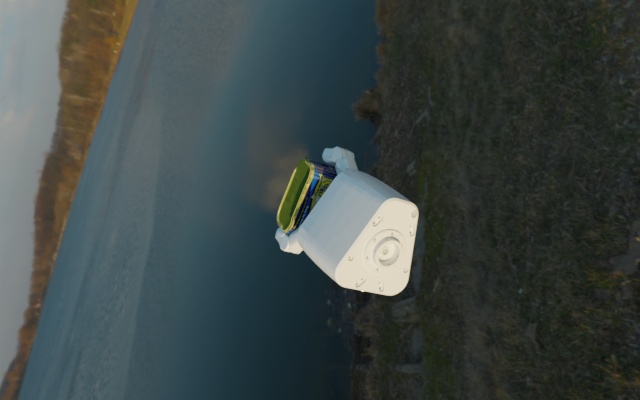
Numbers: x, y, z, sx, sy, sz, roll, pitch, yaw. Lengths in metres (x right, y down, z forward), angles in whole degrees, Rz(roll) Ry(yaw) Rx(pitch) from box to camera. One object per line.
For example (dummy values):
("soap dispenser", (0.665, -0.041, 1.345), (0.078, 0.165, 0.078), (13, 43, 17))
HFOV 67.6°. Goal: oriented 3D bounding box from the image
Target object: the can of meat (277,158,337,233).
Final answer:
("can of meat", (0.000, 0.002, 0.626), (0.084, 0.102, 0.057), (16, 15, -28))
